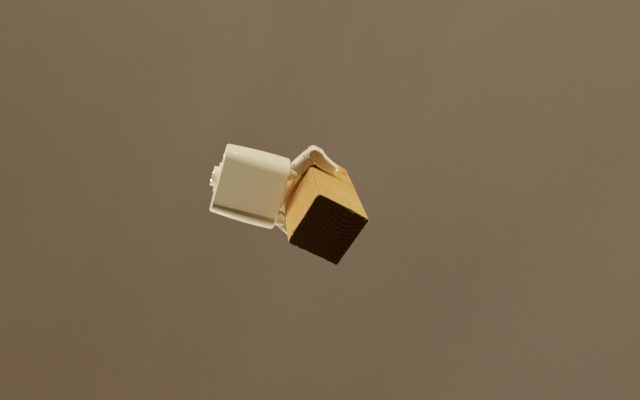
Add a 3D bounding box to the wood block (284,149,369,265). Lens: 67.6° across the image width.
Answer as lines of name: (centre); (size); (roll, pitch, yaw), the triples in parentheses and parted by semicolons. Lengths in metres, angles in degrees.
wood block: (0.000, 0.002, 0.784); (0.090, 0.091, 0.206); (27, 19, -18)
